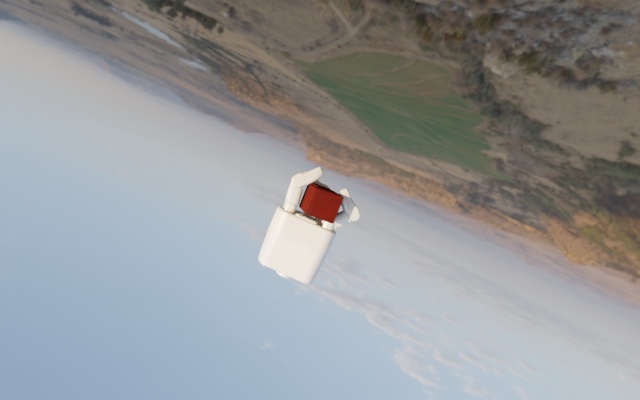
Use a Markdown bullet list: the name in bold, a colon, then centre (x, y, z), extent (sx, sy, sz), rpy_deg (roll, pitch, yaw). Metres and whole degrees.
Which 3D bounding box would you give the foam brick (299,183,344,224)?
- **foam brick**: centre (0.000, 0.003, 0.845), extent (0.053, 0.051, 0.078), rpy_deg (22, 4, -14)
